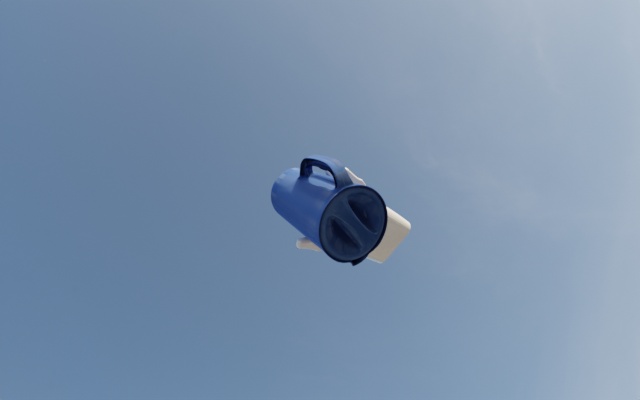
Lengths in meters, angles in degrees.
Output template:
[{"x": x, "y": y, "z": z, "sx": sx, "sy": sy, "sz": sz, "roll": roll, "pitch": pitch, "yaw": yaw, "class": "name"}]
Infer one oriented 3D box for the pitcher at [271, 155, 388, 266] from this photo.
[{"x": 0.000, "y": 0.003, "z": 0.870, "sx": 0.145, "sy": 0.149, "sz": 0.242, "roll": 26, "pitch": 0, "yaw": -33, "class": "pitcher"}]
